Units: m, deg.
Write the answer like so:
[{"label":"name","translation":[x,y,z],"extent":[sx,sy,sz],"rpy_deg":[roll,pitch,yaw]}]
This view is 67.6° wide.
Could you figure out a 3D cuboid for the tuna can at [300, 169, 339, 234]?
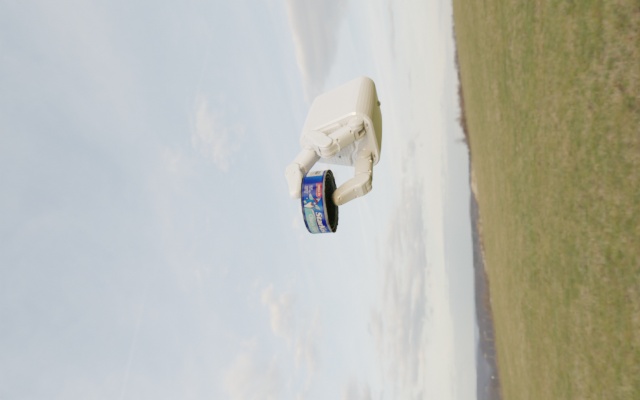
[{"label":"tuna can","translation":[0.000,0.002,0.641],"extent":[0.034,0.086,0.086],"rpy_deg":[-5,-1,13]}]
